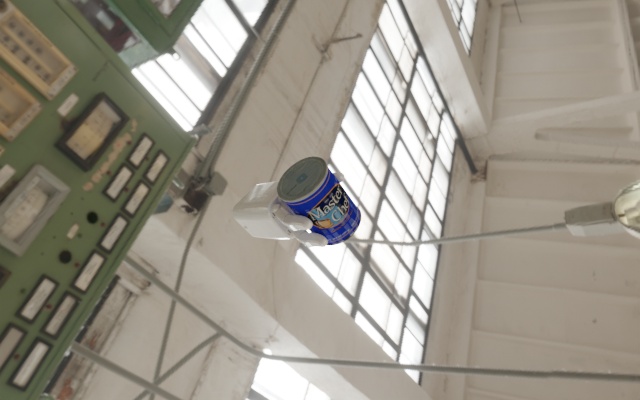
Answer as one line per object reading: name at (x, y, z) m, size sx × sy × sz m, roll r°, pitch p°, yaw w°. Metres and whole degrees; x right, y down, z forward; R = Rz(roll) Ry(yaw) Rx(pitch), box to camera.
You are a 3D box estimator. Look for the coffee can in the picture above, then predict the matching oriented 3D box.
coffee can at (0.000, 0.003, 0.884) m, size 0.103 × 0.102 × 0.140 m, roll 0°, pitch -38°, yaw 39°
